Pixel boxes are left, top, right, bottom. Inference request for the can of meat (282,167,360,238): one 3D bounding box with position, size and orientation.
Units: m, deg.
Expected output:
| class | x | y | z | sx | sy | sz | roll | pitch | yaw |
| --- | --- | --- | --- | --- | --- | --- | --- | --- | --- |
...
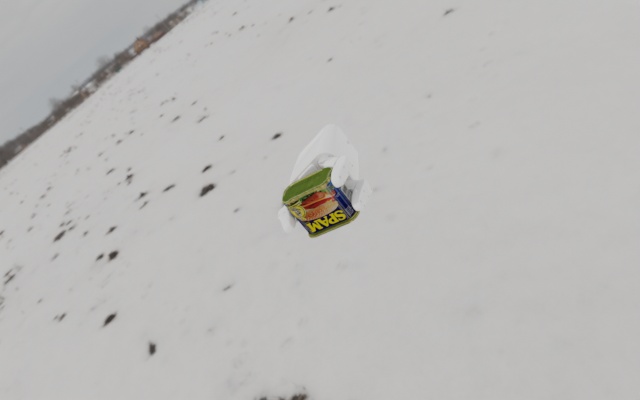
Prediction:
| class | x | y | z | sx | sy | sz | roll | pitch | yaw |
| --- | --- | --- | --- | --- | --- | --- | --- | --- | --- |
| can of meat | 0.000 | 0.002 | 0.772 | 0.102 | 0.084 | 0.057 | -25 | 30 | 27 |
